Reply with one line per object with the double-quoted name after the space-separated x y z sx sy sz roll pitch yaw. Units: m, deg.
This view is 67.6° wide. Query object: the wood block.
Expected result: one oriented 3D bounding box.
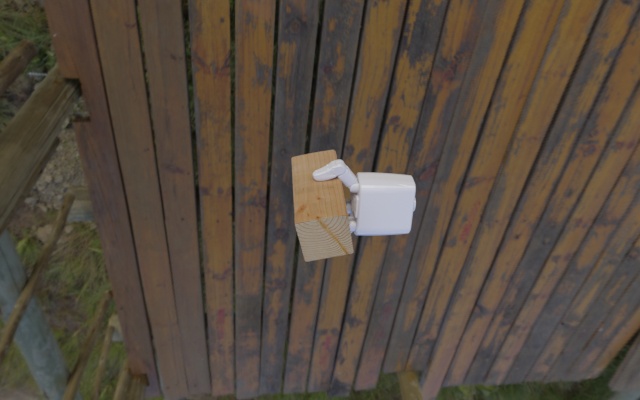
0.000 0.003 0.885 0.090 0.091 0.206 -10 37 2 "wood block"
